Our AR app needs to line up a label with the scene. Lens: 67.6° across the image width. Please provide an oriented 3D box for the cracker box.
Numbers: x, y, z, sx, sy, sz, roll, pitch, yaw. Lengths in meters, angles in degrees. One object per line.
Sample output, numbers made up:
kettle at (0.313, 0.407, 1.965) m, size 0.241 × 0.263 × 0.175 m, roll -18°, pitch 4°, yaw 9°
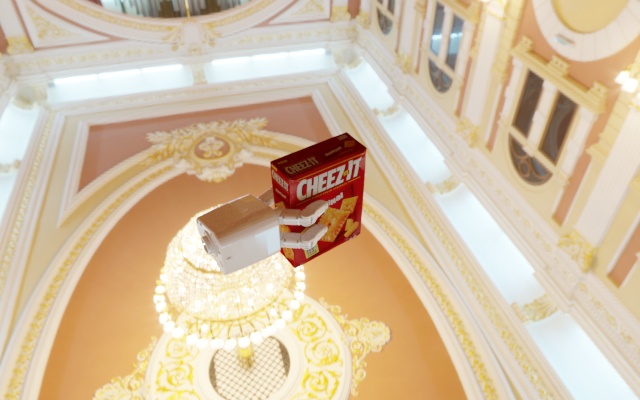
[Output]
cracker box at (0.000, 0.003, 0.878) m, size 0.164 × 0.214 × 0.072 m, roll -25°, pitch 46°, yaw -26°
